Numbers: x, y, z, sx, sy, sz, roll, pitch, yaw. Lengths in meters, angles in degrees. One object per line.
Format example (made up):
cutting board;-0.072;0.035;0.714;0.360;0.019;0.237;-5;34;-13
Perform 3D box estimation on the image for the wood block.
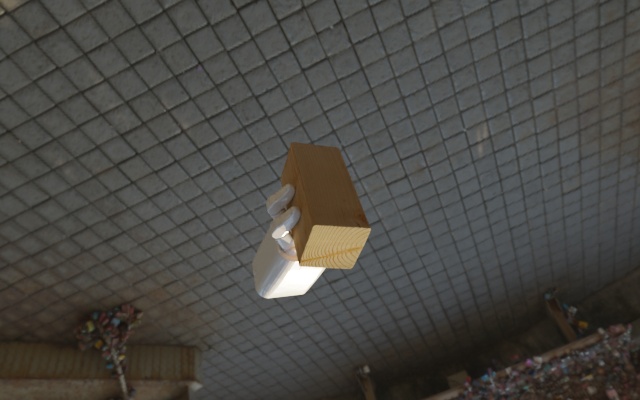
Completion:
wood block;0.000;0.003;0.774;0.091;0.090;0.206;5;39;-19
